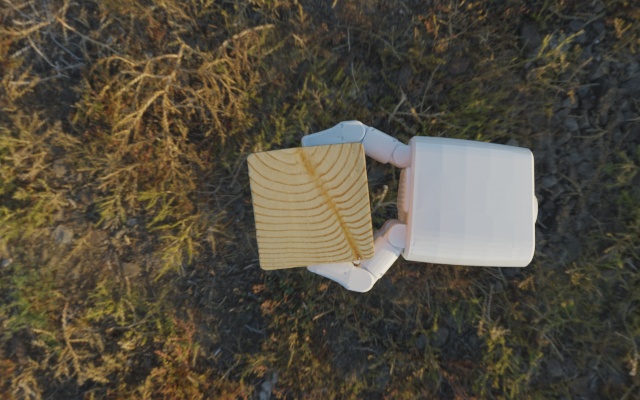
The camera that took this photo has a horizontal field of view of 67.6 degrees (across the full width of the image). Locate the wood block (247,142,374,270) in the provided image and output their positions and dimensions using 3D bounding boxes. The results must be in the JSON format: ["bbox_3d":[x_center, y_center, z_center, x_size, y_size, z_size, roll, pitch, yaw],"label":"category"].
[{"bbox_3d":[0.000,0.001,0.458,0.090,0.091,0.206,-6,1,4],"label":"wood block"}]
